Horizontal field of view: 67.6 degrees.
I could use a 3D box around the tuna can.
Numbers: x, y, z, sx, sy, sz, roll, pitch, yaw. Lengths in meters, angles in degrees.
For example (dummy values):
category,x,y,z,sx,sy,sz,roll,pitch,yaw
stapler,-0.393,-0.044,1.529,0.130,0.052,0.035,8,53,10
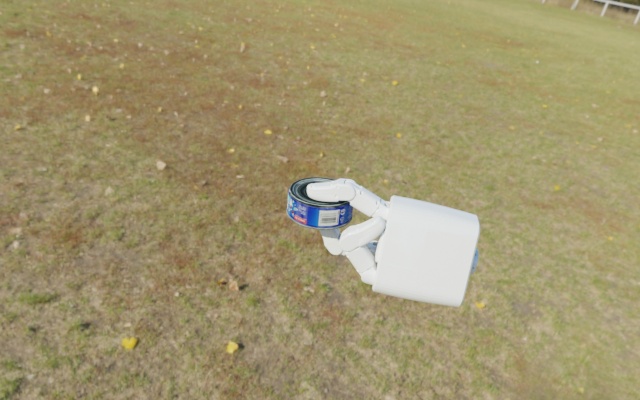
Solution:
category,x,y,z,sx,sy,sz,roll,pitch,yaw
tuna can,0.000,0.001,0.610,0.086,0.034,0.086,4,27,-2
